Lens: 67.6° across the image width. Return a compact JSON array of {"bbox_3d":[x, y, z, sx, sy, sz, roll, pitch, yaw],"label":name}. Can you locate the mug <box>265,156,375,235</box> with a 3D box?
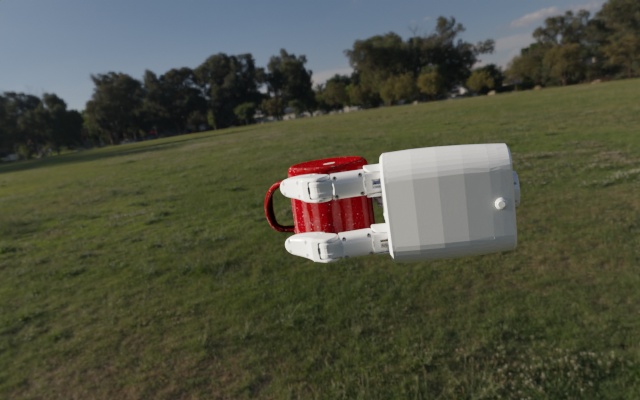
[{"bbox_3d":[-0.001,0.002,0.491,0.117,0.081,0.093,-6,10,10],"label":"mug"}]
